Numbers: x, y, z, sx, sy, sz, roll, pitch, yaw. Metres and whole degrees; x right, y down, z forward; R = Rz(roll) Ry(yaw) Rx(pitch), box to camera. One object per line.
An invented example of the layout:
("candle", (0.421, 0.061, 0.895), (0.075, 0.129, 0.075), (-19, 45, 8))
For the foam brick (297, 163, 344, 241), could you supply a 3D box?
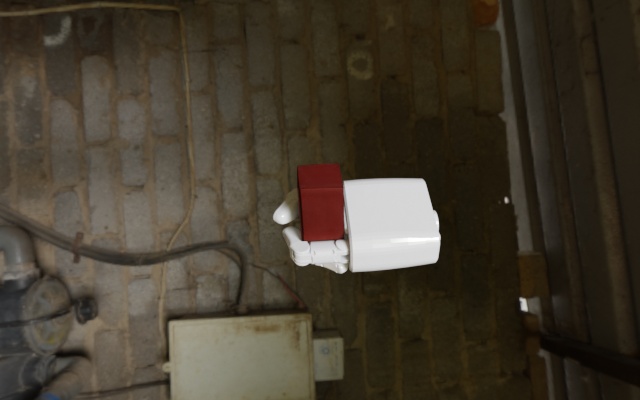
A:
("foam brick", (0.000, 0.002, 0.563), (0.051, 0.078, 0.053), (-4, 36, -1))
